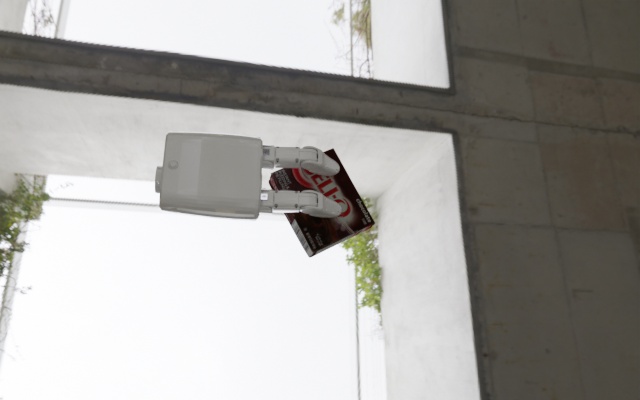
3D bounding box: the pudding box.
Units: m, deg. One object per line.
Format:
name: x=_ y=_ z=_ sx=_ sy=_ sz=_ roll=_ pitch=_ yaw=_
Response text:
pudding box: x=0.000 y=0.002 z=0.591 sx=0.090 sy=0.113 sz=0.039 roll=-24 pitch=-10 yaw=-20
